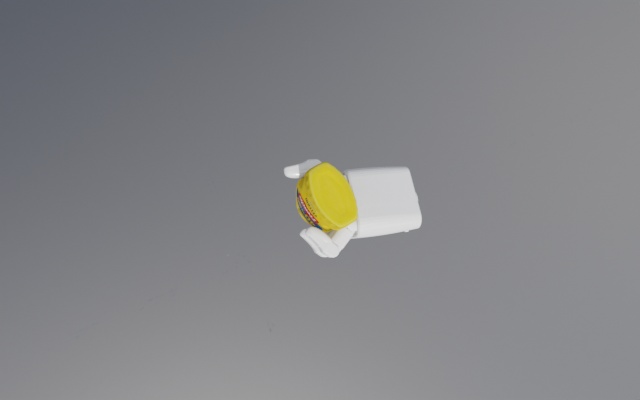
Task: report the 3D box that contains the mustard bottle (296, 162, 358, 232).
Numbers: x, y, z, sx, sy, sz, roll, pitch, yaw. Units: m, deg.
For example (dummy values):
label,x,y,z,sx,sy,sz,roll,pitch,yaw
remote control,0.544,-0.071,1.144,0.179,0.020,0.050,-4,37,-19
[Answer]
label,x,y,z,sx,sy,sz,roll,pitch,yaw
mustard bottle,0.000,0.003,0.751,0.058,0.096,0.191,-31,0,-13
